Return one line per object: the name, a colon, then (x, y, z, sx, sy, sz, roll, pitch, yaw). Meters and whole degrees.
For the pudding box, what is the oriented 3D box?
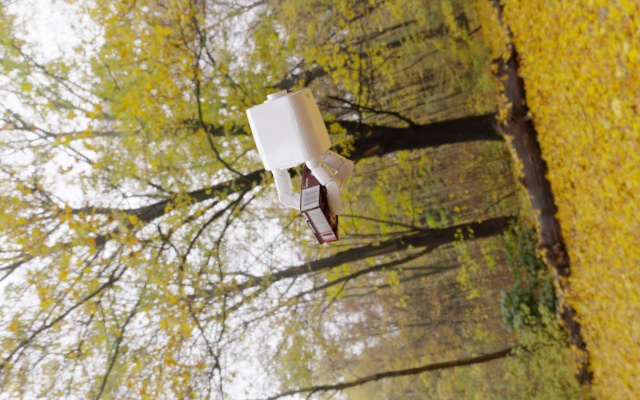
pudding box: (0.000, 0.003, 0.803, 0.039, 0.113, 0.090, -14, -47, 18)
